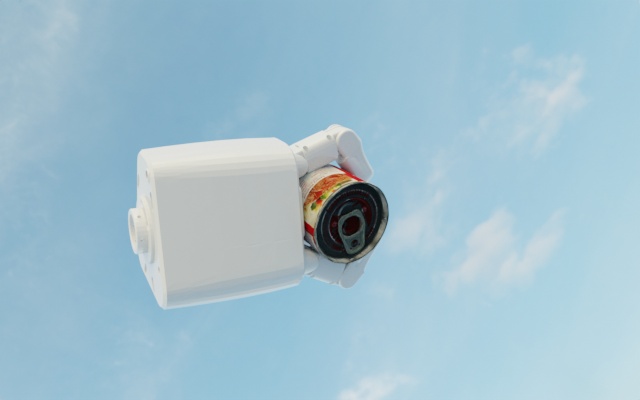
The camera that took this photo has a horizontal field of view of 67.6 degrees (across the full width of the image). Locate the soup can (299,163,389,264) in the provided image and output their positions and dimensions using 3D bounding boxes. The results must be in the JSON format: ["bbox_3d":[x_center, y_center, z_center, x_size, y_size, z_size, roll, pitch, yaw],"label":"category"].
[{"bbox_3d":[0.000,0.001,0.406,0.068,0.068,0.102,0,19,-32],"label":"soup can"}]
